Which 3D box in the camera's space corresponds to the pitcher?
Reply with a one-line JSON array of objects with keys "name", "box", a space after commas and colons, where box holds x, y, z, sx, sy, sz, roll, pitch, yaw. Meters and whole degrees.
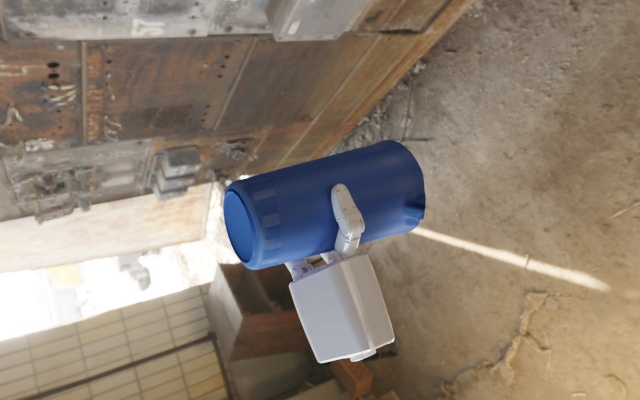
[{"name": "pitcher", "box": [0.000, 0.002, 0.622, 0.243, 0.145, 0.149, -14, -14, -29]}]
